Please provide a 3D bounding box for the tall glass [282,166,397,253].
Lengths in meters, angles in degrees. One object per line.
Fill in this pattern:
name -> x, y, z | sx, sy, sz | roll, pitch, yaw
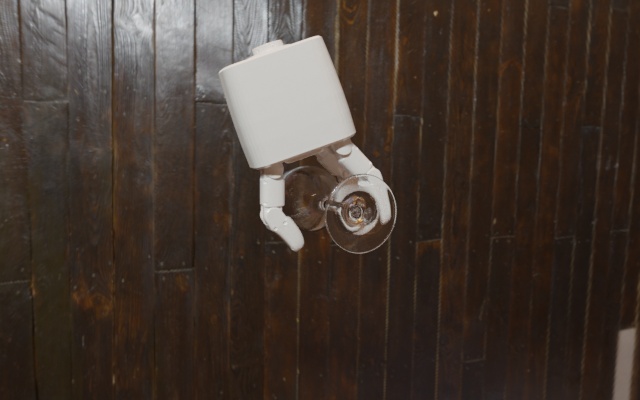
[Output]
tall glass -> 0.000, 0.002, 0.529 | 0.079, 0.079, 0.201 | 0, 6, -23
